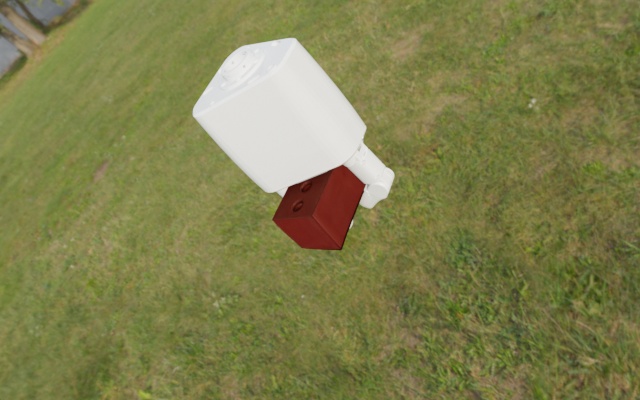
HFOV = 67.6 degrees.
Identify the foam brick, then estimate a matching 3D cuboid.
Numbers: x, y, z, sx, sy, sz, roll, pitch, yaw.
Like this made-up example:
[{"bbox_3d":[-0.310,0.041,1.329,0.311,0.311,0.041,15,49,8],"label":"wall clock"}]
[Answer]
[{"bbox_3d":[0.000,0.002,0.457,0.053,0.078,0.051,-5,-40,40],"label":"foam brick"}]
